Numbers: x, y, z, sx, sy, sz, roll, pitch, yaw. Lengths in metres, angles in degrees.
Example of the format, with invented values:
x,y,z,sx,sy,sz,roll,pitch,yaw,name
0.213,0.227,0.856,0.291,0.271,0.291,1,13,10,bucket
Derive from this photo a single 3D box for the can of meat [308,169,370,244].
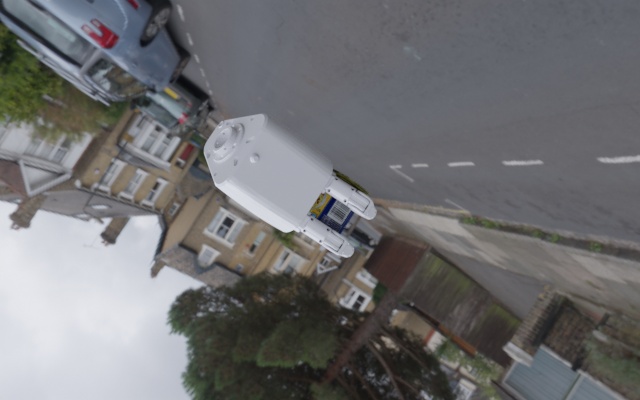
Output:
x,y,z,sx,sy,sz,roll,pitch,yaw,name
0.000,0.002,0.616,0.057,0.084,0.102,36,-3,-39,can of meat
